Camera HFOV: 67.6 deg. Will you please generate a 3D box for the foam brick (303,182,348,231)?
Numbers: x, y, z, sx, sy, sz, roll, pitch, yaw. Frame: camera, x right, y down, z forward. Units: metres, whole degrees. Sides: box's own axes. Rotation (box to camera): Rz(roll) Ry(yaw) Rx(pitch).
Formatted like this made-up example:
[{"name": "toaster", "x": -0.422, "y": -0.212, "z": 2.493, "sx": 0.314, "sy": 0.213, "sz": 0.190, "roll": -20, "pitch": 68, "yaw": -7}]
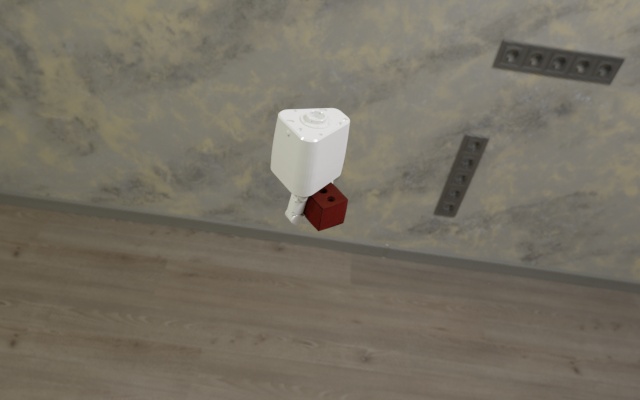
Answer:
[{"name": "foam brick", "x": 0.000, "y": 0.003, "z": 0.788, "sx": 0.053, "sy": 0.051, "sz": 0.078, "roll": -19, "pitch": 49, "yaw": -31}]
